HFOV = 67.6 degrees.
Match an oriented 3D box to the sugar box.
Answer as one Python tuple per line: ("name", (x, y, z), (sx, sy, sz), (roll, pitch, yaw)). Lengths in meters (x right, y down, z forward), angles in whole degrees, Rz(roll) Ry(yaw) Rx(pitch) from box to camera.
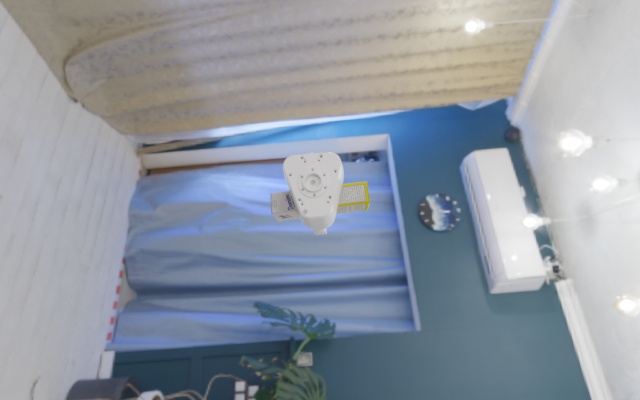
("sugar box", (0.000, 0.002, 0.887), (0.176, 0.048, 0.093), (-5, -12, 1))
